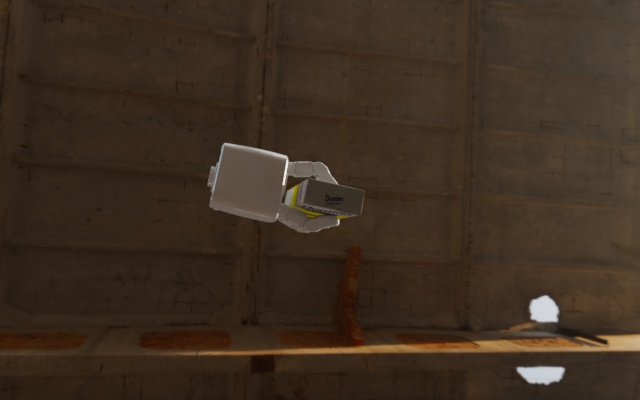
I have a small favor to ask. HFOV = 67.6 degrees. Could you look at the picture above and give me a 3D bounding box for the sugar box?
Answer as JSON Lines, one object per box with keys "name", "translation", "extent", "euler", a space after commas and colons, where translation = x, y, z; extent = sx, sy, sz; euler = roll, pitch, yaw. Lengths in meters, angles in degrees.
{"name": "sugar box", "translation": [0.000, 0.003, 0.795], "extent": [0.093, 0.048, 0.176], "euler": [12, -5, -12]}
